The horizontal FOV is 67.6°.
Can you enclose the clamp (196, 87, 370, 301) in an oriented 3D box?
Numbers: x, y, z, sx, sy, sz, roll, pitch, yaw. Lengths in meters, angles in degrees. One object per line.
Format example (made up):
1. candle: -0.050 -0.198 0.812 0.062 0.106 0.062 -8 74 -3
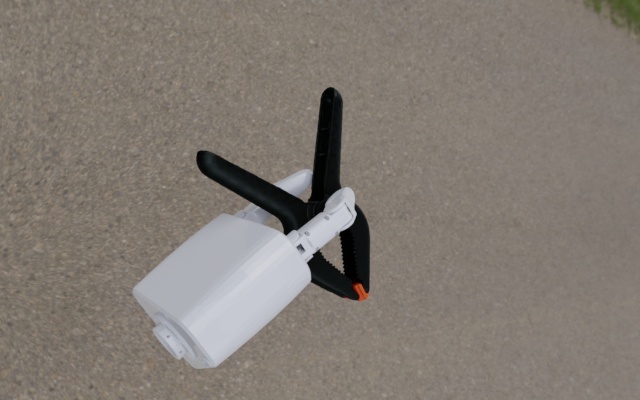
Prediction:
1. clamp: 0.001 0.002 0.467 0.164 0.210 0.036 -40 18 -27
